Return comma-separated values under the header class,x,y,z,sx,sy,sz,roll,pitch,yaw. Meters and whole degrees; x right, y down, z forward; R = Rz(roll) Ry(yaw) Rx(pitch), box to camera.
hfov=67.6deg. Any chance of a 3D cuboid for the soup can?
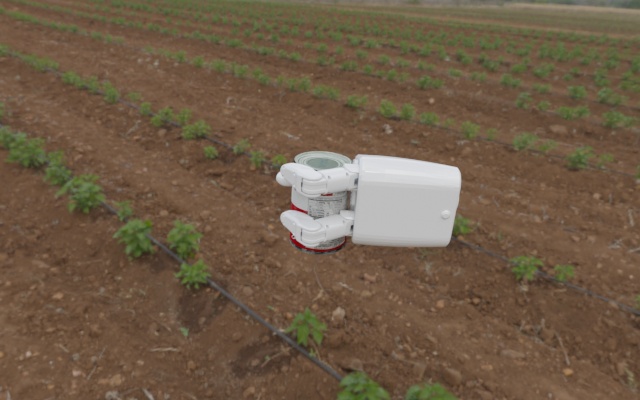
class,x,y,z,sx,sy,sz,roll,pitch,yaw
soup can,0.000,0.001,0.550,0.068,0.102,0.068,3,24,-1
